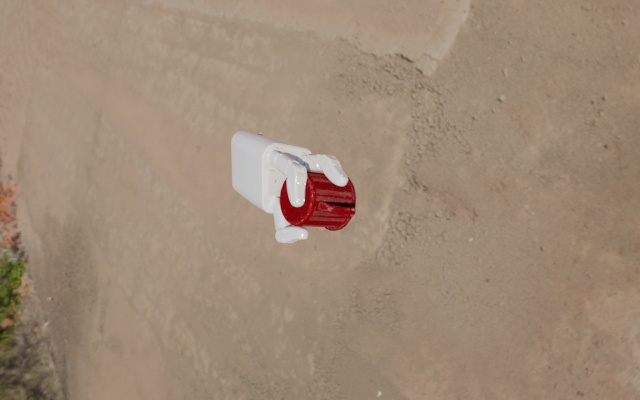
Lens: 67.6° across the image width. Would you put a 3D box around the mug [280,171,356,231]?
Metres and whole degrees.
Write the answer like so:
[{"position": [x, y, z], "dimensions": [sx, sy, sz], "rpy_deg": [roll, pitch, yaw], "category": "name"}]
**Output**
[{"position": [0.001, 0.003, 0.708], "dimensions": [0.081, 0.093, 0.117], "rpy_deg": [4, 15, -42], "category": "mug"}]
